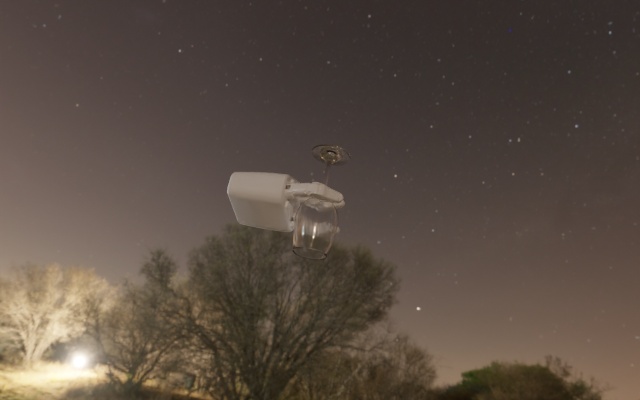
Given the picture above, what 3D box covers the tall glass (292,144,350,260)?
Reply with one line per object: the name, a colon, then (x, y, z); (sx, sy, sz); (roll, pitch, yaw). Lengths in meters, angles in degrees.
tall glass: (0.000, 0.002, 0.862); (0.079, 0.201, 0.079); (10, -24, 4)
